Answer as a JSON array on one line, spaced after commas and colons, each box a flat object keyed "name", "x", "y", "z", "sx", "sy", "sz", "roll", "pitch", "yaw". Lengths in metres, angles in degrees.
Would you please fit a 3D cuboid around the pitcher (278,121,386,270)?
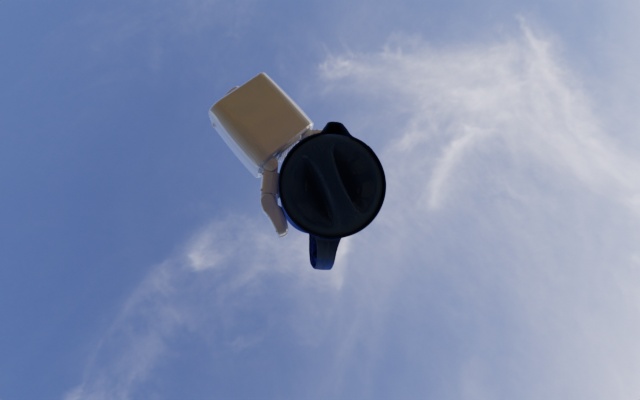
[{"name": "pitcher", "x": 0.000, "y": 0.002, "z": 0.691, "sx": 0.149, "sy": 0.145, "sz": 0.243, "roll": -42, "pitch": 0, "yaw": -9}]
